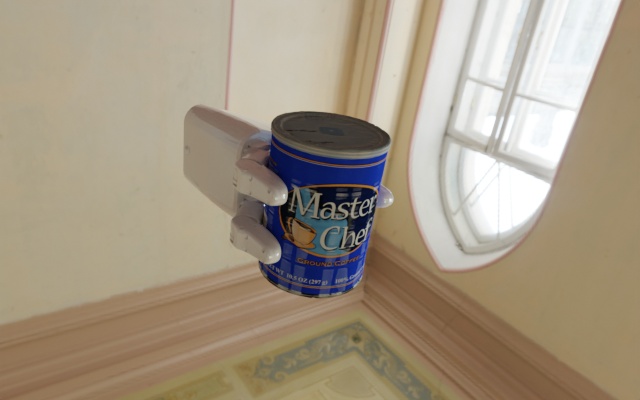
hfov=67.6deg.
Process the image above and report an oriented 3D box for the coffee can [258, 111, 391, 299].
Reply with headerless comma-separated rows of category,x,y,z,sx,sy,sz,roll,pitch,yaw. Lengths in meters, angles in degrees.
coffee can,0.000,0.001,0.434,0.103,0.140,0.102,7,26,-3
